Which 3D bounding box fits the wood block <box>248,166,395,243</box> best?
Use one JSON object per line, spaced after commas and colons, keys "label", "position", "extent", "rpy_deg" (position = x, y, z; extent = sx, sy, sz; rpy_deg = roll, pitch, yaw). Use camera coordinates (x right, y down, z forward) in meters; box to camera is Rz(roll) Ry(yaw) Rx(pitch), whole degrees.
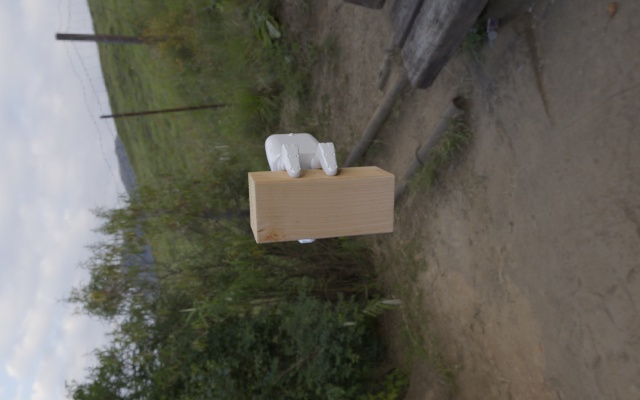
{"label": "wood block", "position": [0.000, 0.003, 0.726], "extent": [0.206, 0.091, 0.090], "rpy_deg": [-4, 14, -13]}
